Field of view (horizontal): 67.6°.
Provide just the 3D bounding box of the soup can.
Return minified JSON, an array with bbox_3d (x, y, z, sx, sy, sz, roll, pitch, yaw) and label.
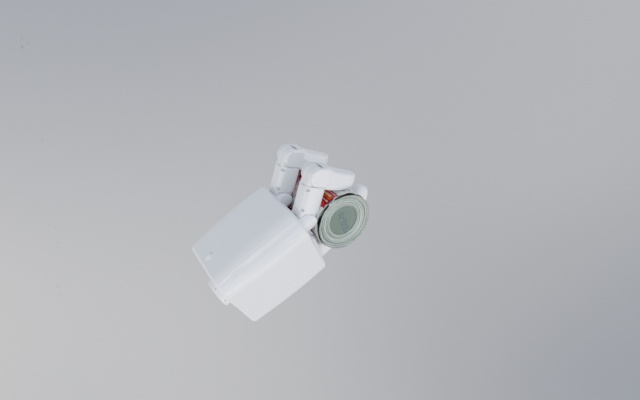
[{"bbox_3d":[0.001,0.002,0.549,0.068,0.068,0.102,0,25,-35],"label":"soup can"}]
